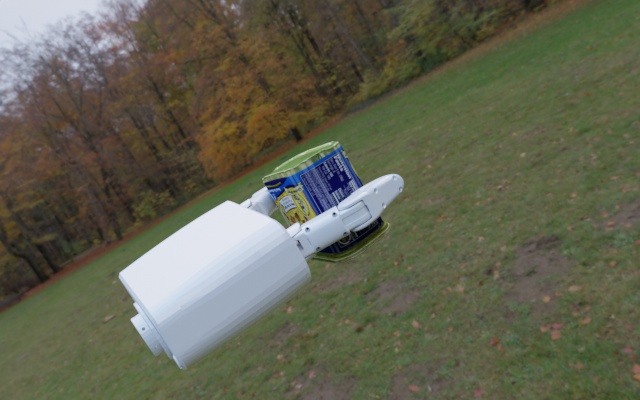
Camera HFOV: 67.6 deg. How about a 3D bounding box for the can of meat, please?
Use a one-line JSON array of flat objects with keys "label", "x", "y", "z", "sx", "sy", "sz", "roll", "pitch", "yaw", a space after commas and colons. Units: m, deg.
[{"label": "can of meat", "x": 0.000, "y": 0.001, "z": 0.409, "sx": 0.057, "sy": 0.084, "sz": 0.102, "roll": -34, "pitch": 11, "yaw": -21}]
